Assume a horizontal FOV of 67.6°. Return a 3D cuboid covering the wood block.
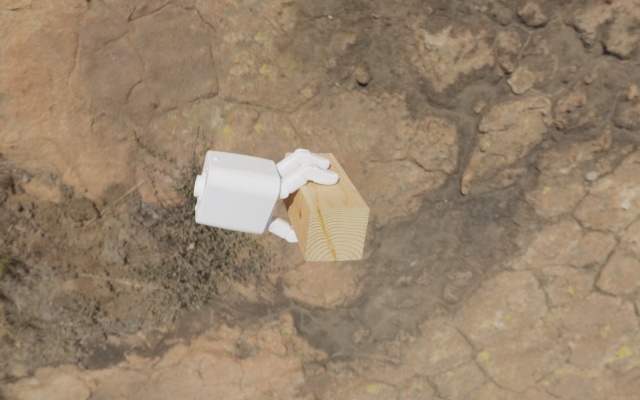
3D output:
[{"bbox_3d":[0.000,0.003,0.770,0.090,0.091,0.206,-1,28,-15],"label":"wood block"}]
